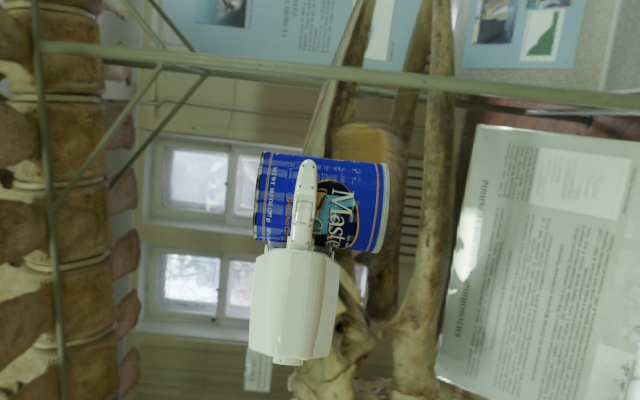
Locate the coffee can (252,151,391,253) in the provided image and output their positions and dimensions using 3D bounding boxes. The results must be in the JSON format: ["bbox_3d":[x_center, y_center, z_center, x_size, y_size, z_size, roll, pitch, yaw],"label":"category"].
[{"bbox_3d":[0.000,0.002,0.541,0.140,0.103,0.103,6,0,-2],"label":"coffee can"}]
